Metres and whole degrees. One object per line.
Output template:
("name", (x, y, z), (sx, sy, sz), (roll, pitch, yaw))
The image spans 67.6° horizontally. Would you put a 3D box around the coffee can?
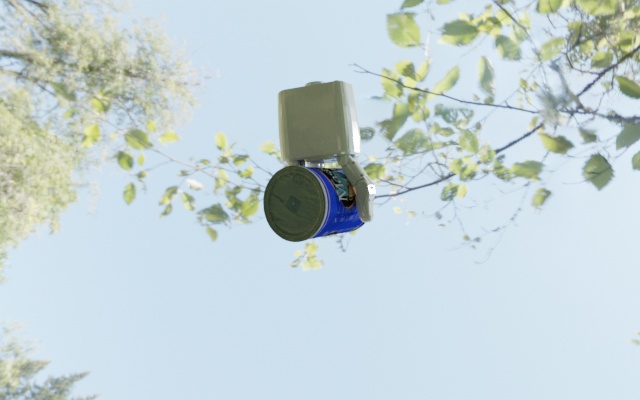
("coffee can", (0.000, 0.002, 0.694), (0.103, 0.103, 0.140), (0, 2, 32))
